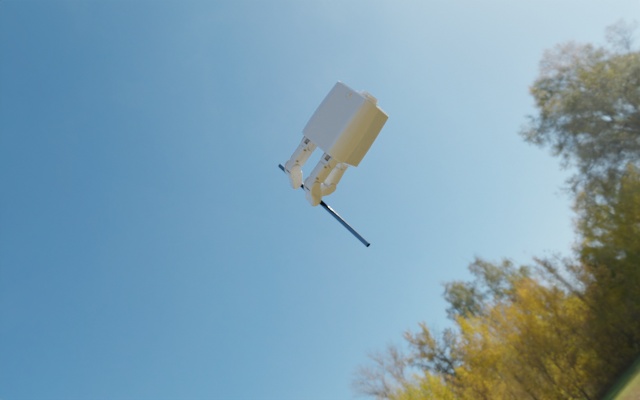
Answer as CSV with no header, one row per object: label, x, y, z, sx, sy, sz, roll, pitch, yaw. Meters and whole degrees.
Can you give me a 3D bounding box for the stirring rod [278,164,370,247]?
stirring rod,0.000,0.003,0.806,0.011,0.011,0.239,0,34,-48
